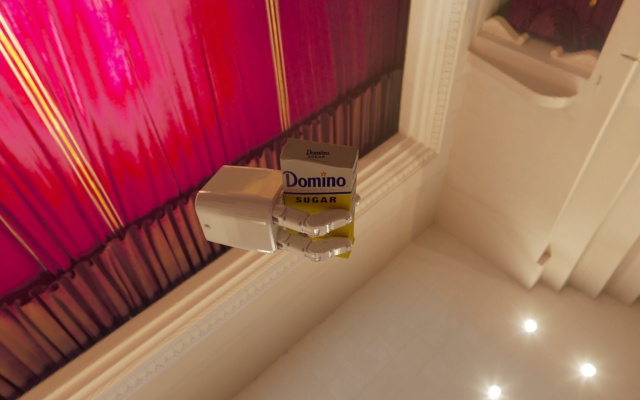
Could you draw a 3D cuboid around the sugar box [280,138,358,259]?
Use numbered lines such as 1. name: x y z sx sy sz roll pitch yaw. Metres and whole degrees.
1. sugar box: 0.000 0.003 0.640 0.093 0.048 0.176 9 -41 11
